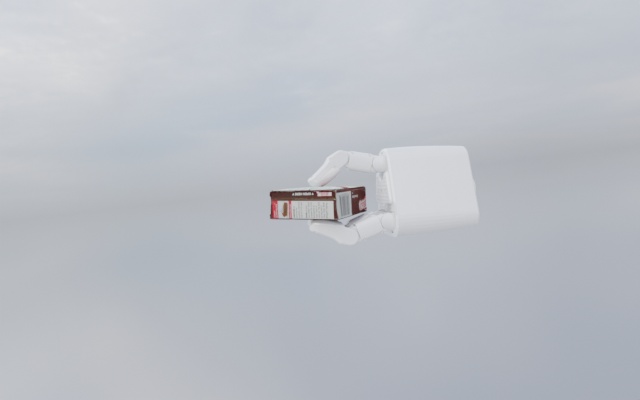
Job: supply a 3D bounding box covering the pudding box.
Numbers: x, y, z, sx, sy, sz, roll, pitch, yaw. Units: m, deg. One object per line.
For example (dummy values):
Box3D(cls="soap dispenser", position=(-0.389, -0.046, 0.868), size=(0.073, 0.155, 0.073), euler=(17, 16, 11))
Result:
Box3D(cls="pudding box", position=(0.000, 0.002, 0.606), size=(0.090, 0.039, 0.113), euler=(-1, 2, 23))
